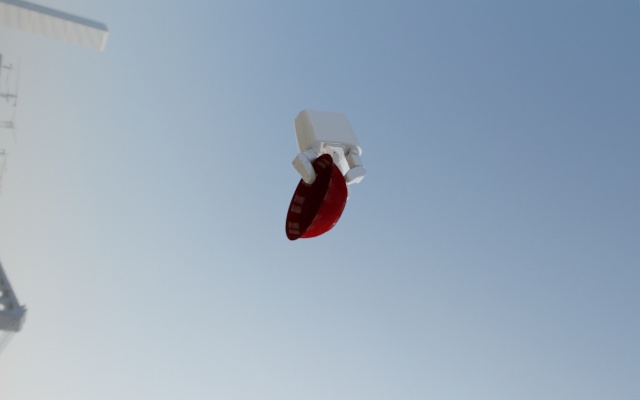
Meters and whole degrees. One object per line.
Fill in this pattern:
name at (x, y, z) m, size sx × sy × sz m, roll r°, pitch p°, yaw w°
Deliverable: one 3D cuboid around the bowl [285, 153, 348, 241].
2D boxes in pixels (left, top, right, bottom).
bowl at (0.000, 0.004, 0.823) m, size 0.055 × 0.162 × 0.162 m, roll 24°, pitch -9°, yaw -20°
